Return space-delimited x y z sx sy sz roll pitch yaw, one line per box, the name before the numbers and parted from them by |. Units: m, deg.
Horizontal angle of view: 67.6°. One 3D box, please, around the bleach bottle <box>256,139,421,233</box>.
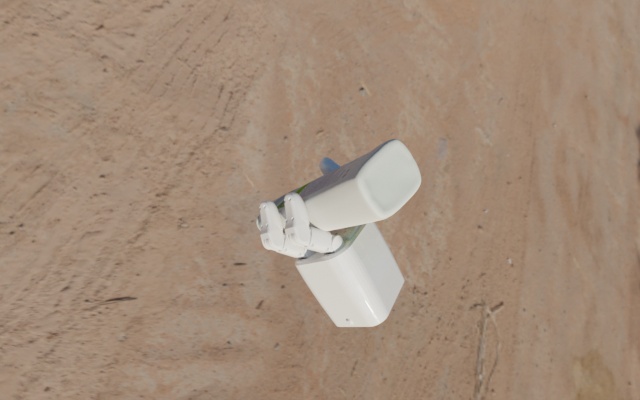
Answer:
bleach bottle | 0.000 0.002 0.606 0.251 0.068 0.102 -19 17 50
